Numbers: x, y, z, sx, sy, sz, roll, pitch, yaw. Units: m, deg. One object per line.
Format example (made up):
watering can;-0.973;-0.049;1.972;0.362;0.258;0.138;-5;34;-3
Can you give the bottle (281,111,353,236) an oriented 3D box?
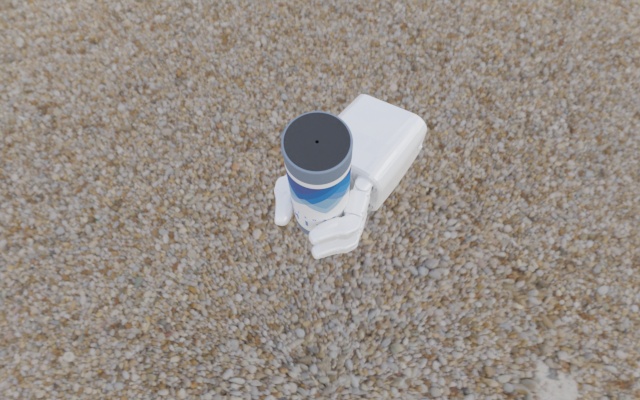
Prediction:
bottle;0.000;0.002;0.573;0.069;0.069;0.296;0;-22;1
